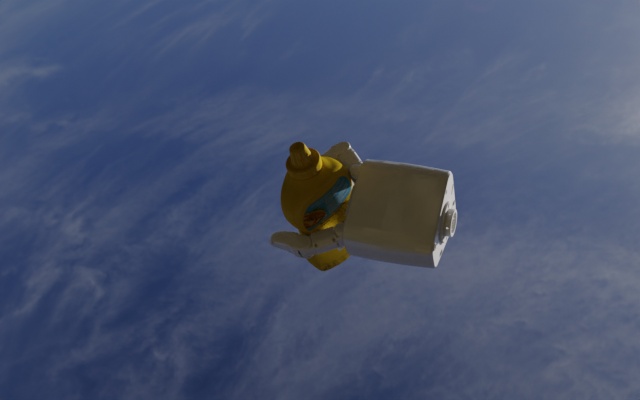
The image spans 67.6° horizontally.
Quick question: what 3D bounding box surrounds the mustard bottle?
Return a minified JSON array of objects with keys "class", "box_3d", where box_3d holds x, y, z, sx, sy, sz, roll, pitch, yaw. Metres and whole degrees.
[{"class":"mustard bottle","box_3d":[0.000,0.002,0.592,0.058,0.096,0.192,34,-22,38]}]
